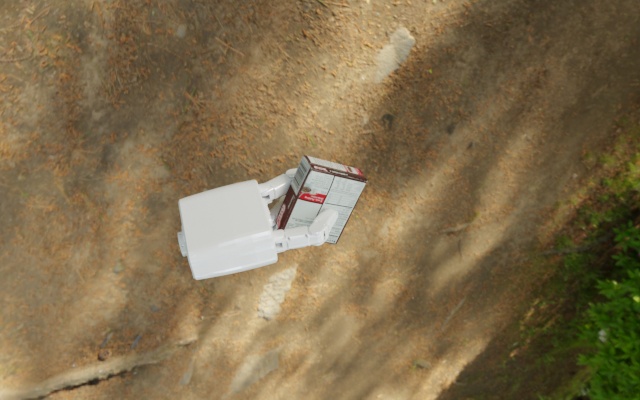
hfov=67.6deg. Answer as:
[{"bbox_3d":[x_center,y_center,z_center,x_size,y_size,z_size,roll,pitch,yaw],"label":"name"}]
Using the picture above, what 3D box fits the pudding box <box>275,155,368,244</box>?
[{"bbox_3d":[0.000,0.002,0.654,0.090,0.113,0.039,11,30,-27],"label":"pudding box"}]
